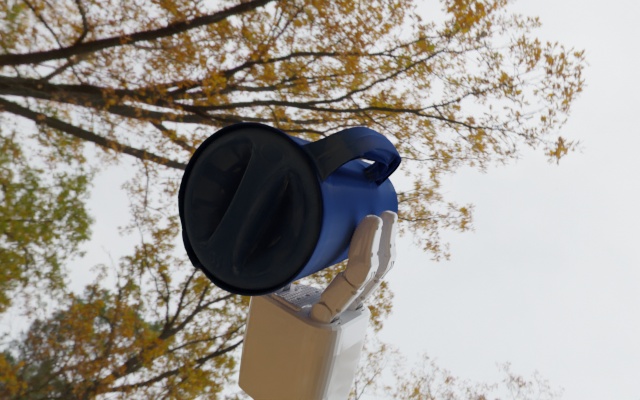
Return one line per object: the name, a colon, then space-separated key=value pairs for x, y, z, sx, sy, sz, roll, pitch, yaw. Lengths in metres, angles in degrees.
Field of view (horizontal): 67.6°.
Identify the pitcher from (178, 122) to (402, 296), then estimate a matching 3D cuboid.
pitcher: x=0.000 y=0.002 z=0.461 sx=0.149 sy=0.145 sz=0.243 roll=14 pitch=6 yaw=25
